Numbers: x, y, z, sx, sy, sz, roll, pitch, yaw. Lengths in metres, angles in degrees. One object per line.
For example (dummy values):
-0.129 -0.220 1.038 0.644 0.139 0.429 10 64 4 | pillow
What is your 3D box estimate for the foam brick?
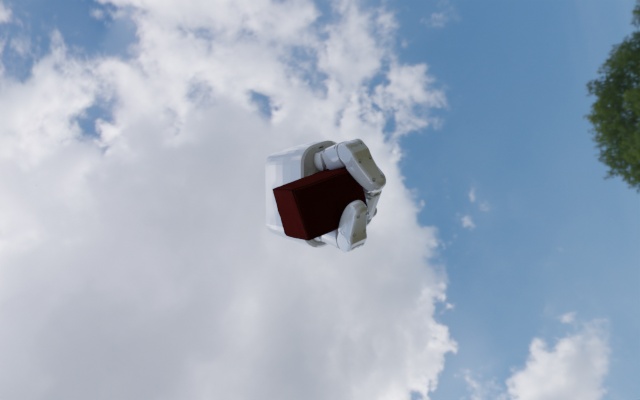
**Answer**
0.000 0.002 0.482 0.078 0.053 0.051 -21 13 -29 | foam brick
